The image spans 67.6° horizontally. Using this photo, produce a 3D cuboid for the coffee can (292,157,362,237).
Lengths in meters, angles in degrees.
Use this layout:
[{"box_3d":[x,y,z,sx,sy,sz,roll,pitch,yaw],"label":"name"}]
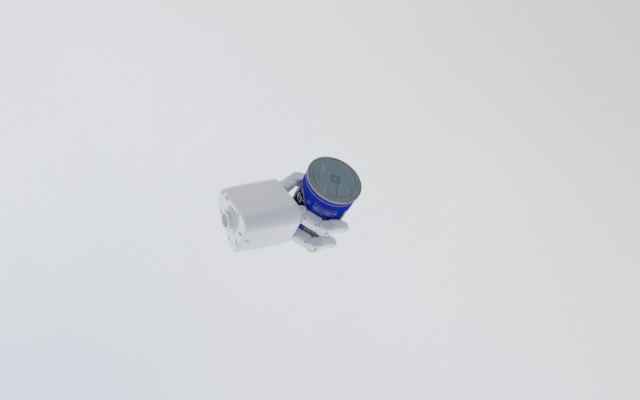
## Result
[{"box_3d":[0.000,0.003,0.879,0.103,0.102,0.140,0,-36,-27],"label":"coffee can"}]
